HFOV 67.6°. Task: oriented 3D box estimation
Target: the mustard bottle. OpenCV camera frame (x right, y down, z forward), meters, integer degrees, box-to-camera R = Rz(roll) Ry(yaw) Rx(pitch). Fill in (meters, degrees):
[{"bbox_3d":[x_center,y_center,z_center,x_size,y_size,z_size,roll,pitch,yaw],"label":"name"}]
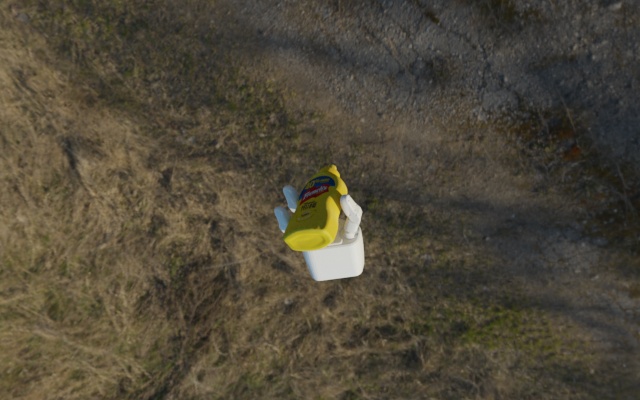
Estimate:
[{"bbox_3d":[0.000,0.003,0.883,0.096,0.191,0.058,-16,-52,33],"label":"mustard bottle"}]
